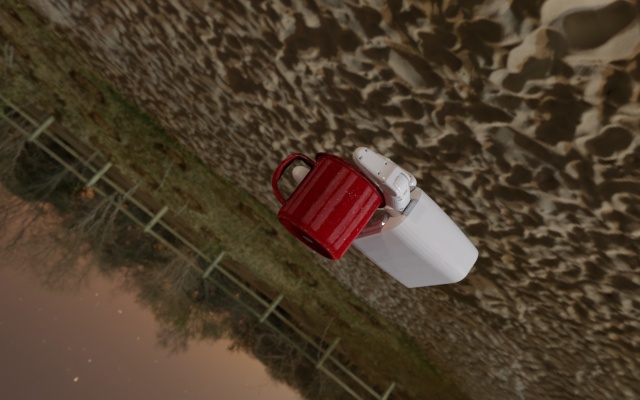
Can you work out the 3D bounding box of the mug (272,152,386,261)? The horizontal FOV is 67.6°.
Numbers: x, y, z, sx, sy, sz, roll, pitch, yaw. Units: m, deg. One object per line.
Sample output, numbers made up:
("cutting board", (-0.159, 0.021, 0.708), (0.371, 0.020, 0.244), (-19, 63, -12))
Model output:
("mug", (-0.001, 0.001, 0.502), (0.117, 0.081, 0.093), (41, -13, -15))
